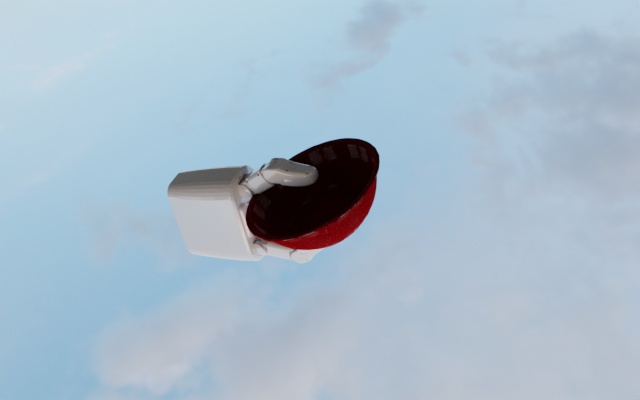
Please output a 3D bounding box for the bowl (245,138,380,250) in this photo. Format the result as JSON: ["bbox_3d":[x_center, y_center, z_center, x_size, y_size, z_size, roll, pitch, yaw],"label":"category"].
[{"bbox_3d":[0.001,0.002,0.526,0.162,0.055,0.162,-22,33,16],"label":"bowl"}]
